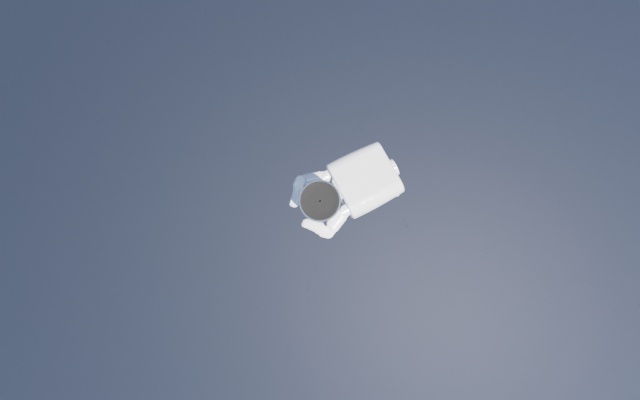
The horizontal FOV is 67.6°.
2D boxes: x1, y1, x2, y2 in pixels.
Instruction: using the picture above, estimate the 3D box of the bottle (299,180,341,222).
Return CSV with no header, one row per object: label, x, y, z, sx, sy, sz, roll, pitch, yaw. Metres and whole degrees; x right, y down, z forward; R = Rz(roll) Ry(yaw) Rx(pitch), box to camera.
bottle,0.000,0.003,0.894,0.069,0.069,0.296,0,-1,0
